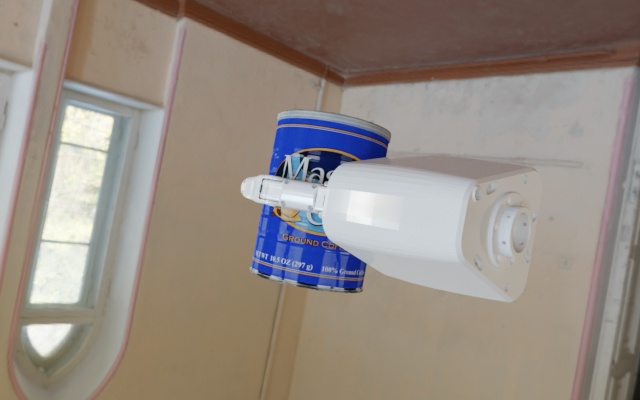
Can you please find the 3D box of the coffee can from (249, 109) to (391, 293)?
[{"bbox_3d":[0.000,0.001,0.425,0.103,0.140,0.103,10,-2,0],"label":"coffee can"}]
